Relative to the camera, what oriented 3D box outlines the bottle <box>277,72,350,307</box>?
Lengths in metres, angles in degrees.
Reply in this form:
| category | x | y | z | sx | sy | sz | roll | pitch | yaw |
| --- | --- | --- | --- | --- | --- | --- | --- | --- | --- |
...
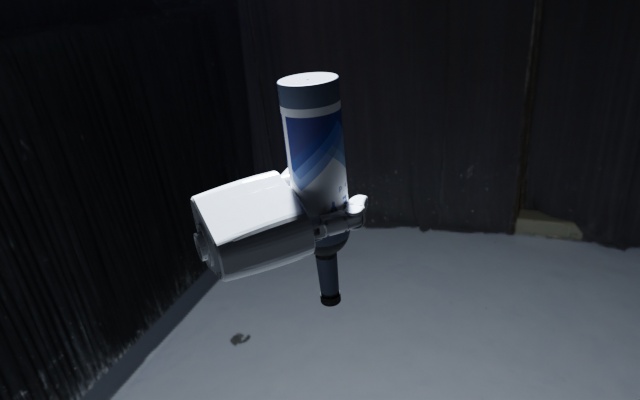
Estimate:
| category | x | y | z | sx | sy | sz | roll | pitch | yaw |
| --- | --- | --- | --- | --- | --- | --- | --- | --- | --- |
| bottle | 0.000 | 0.002 | 0.574 | 0.069 | 0.296 | 0.069 | -5 | 26 | 2 |
